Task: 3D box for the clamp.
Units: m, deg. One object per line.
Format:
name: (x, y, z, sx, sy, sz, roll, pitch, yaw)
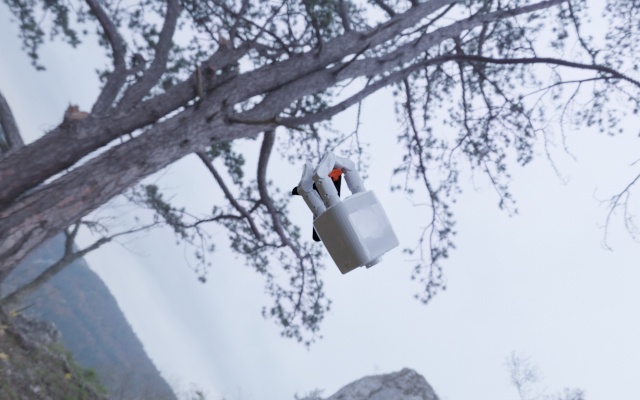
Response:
clamp: (0.001, 0.002, 0.866, 0.039, 0.120, 0.171, -22, -10, -27)
